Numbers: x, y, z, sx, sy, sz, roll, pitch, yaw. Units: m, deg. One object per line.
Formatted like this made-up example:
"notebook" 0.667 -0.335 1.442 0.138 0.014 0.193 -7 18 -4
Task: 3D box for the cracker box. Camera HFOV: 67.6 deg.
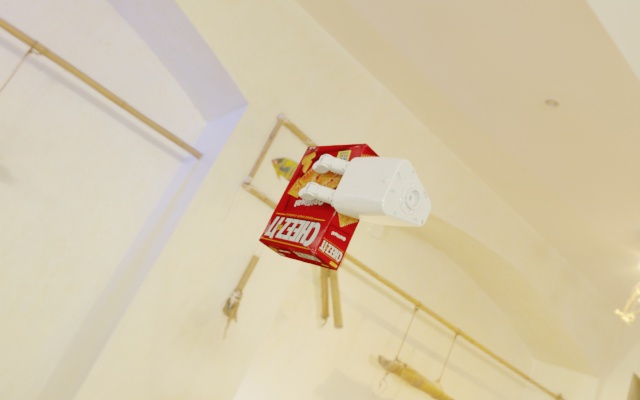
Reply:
"cracker box" 0.000 0.003 0.854 0.164 0.213 0.072 6 -27 50
